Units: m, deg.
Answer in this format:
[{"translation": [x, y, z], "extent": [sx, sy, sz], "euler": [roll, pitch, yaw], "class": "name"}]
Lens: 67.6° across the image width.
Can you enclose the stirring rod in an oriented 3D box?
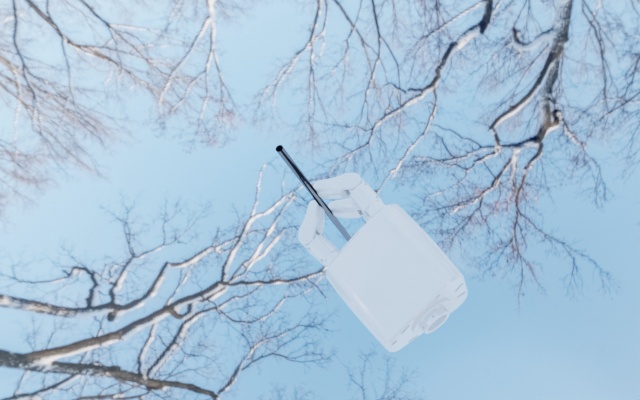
[{"translation": [0.000, 0.002, 0.567], "extent": [0.011, 0.011, 0.240], "euler": [0, -26, 22], "class": "stirring rod"}]
